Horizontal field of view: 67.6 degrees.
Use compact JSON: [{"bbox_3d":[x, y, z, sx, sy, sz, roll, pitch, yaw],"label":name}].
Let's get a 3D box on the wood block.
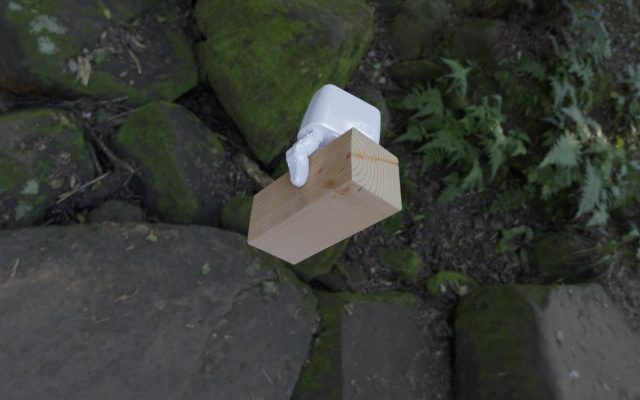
[{"bbox_3d":[0.000,0.002,0.655,0.091,0.090,0.206,30,-44,-32],"label":"wood block"}]
